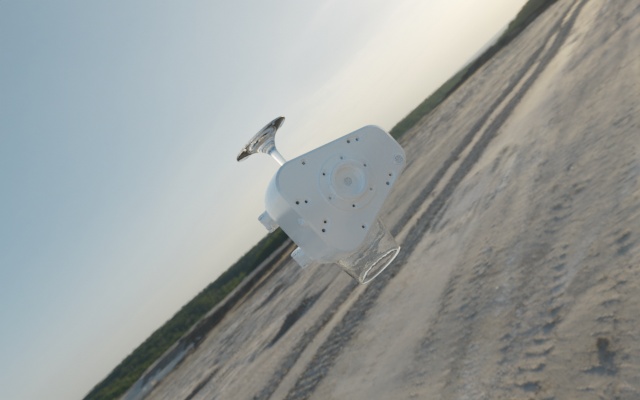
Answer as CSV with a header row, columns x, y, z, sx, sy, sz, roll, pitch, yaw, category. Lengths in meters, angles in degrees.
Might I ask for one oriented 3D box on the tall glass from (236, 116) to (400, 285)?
x,y,z,sx,sy,sz,roll,pitch,yaw,category
0.000,0.001,0.542,0.079,0.201,0.079,-43,0,0,tall glass
